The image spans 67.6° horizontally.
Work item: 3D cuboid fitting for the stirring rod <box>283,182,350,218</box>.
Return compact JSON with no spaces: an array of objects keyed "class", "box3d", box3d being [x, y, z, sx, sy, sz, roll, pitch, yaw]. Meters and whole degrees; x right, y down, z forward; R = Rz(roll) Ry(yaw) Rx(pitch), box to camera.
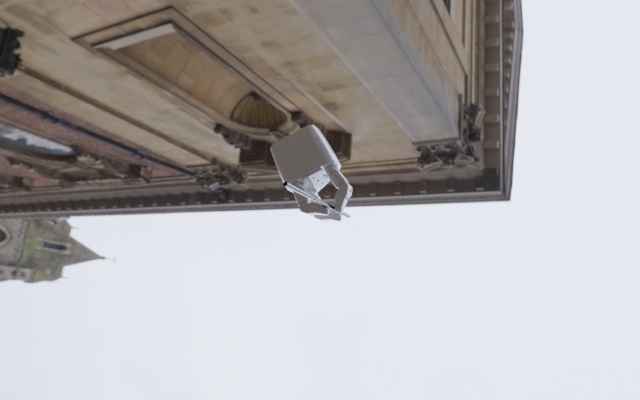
[{"class":"stirring rod","box3d":[0.000,0.003,0.876,0.011,0.011,0.239,0,-14,29]}]
